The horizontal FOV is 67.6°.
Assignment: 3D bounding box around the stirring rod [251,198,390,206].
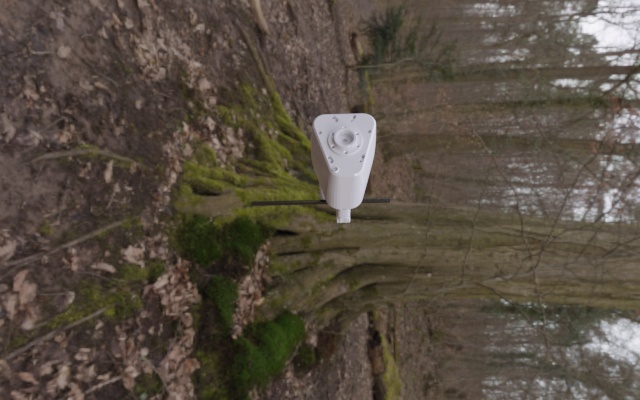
[{"bbox_3d":[0.000,0.003,0.831,0.239,0.011,0.011,-1,0,0],"label":"stirring rod"}]
